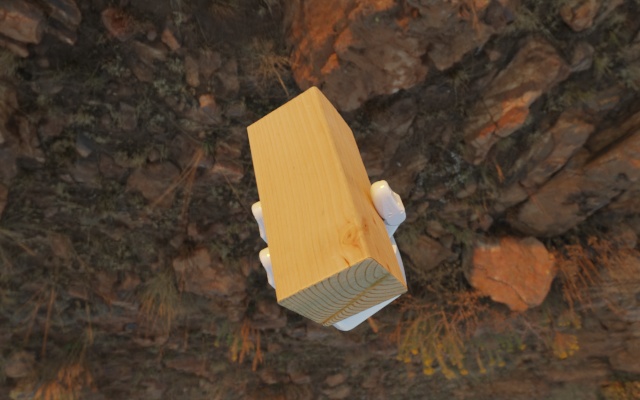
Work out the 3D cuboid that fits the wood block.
[{"bbox_3d":[0.001,0.002,0.469,0.091,0.206,0.090,-28,-38,16],"label":"wood block"}]
